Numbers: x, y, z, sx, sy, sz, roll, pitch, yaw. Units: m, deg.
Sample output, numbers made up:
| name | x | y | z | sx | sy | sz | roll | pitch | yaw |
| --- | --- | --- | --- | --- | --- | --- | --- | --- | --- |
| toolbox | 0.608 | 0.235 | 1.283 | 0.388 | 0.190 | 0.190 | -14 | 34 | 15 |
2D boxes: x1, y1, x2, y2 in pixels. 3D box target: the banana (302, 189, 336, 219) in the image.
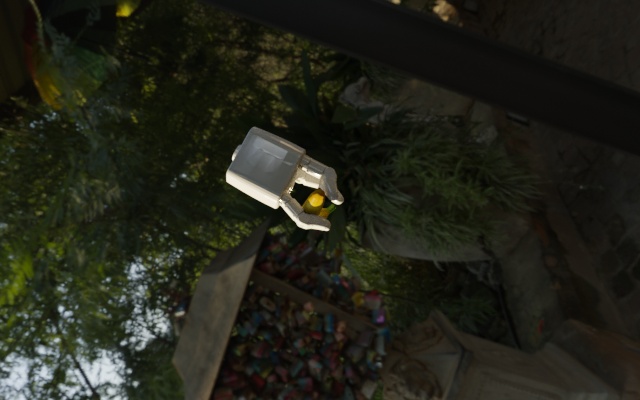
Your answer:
| name | x | y | z | sx | sy | sz | roll | pitch | yaw |
| --- | --- | --- | --- | --- | --- | --- | --- | --- | --- |
| banana | -0.010 | 0.018 | 0.902 | 0.037 | 0.069 | 0.198 | 36 | -2 | 9 |
